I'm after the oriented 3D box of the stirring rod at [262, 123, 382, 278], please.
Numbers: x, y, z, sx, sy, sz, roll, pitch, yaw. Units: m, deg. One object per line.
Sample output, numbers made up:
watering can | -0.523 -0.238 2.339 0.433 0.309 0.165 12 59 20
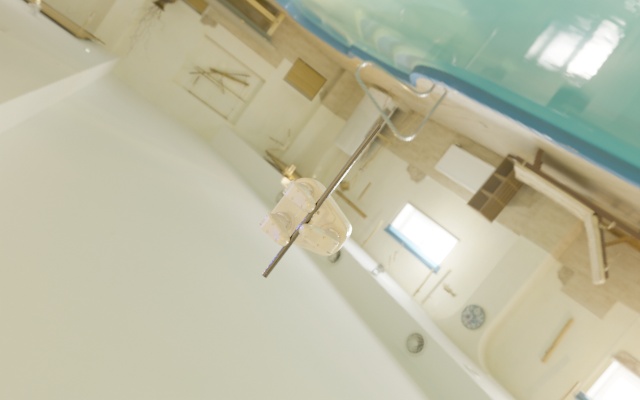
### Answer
stirring rod | 0.000 0.002 0.602 0.011 0.239 0.011 37 6 -4
